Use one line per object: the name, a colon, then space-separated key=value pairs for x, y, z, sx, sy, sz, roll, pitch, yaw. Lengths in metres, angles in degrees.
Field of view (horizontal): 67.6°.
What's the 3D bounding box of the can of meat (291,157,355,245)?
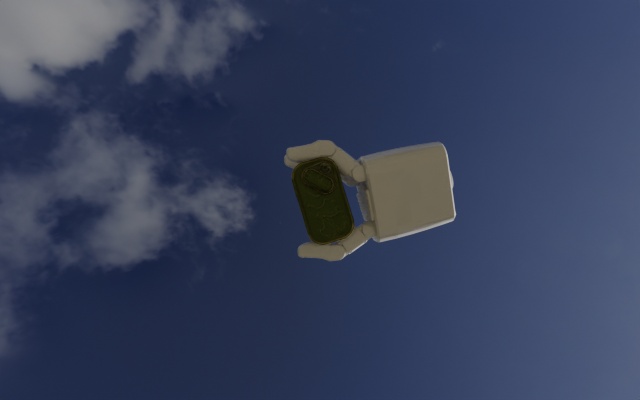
can of meat: x=0.000 y=0.002 z=0.603 sx=0.057 sy=0.102 sz=0.084 roll=-17 pitch=-1 yaw=-5
